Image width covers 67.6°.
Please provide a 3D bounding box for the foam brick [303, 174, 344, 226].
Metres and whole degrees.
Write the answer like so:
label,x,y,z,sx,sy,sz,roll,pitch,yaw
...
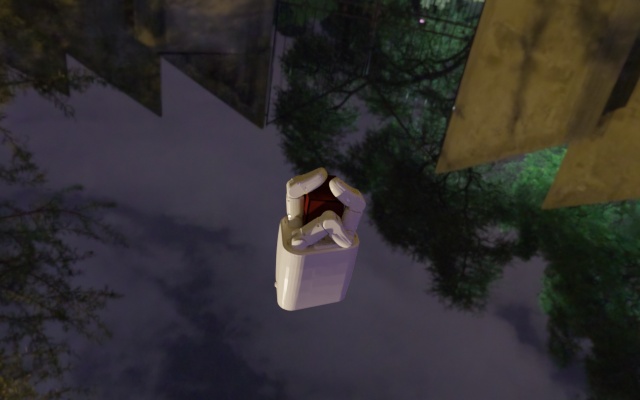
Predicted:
label,x,y,z,sx,sy,sz,roll,pitch,yaw
foam brick,0.000,0.002,0.689,0.053,0.051,0.078,3,30,-10
